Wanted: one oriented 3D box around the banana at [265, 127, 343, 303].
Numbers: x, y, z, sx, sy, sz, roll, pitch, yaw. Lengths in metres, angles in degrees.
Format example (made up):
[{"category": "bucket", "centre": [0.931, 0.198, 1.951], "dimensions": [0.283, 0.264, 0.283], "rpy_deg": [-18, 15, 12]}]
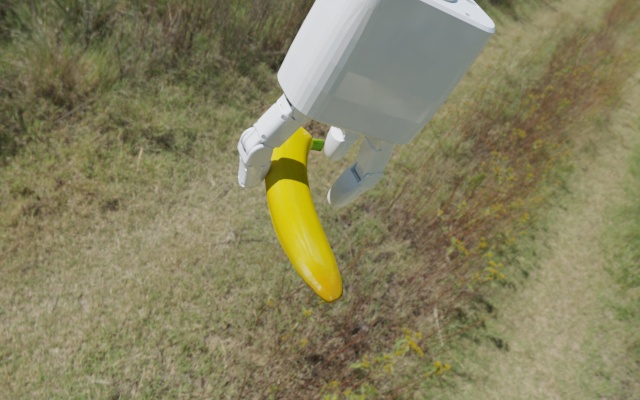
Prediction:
[{"category": "banana", "centre": [-0.016, -0.007, 0.408], "dimensions": [0.069, 0.197, 0.037], "rpy_deg": [21, -49, -23]}]
